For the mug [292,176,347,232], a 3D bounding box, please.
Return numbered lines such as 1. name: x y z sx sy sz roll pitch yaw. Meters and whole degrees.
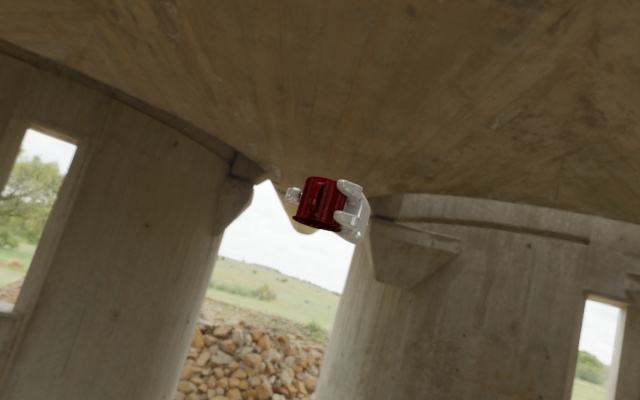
1. mug: 0.000 0.002 0.864 0.093 0.081 0.117 12 -13 17
